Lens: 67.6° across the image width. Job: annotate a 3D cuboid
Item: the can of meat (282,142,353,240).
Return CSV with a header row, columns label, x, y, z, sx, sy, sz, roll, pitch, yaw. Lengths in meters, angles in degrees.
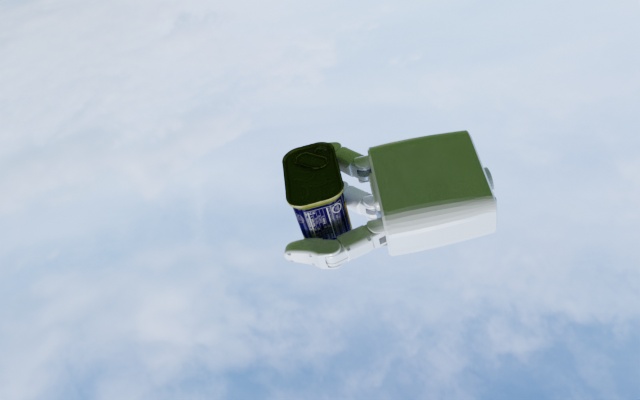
label,x,y,z,sx,sy,sz,roll,pitch,yaw
can of meat,0.000,0.002,0.503,0.057,0.084,0.102,-15,39,3
